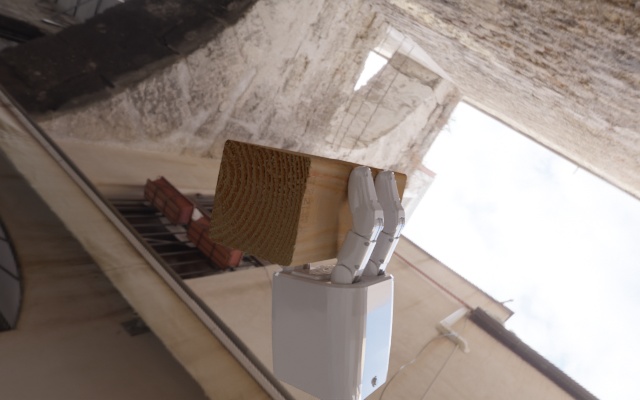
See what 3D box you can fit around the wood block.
[{"bbox_3d":[0.000,0.002,0.472,0.091,0.090,0.206,14,6,30],"label":"wood block"}]
